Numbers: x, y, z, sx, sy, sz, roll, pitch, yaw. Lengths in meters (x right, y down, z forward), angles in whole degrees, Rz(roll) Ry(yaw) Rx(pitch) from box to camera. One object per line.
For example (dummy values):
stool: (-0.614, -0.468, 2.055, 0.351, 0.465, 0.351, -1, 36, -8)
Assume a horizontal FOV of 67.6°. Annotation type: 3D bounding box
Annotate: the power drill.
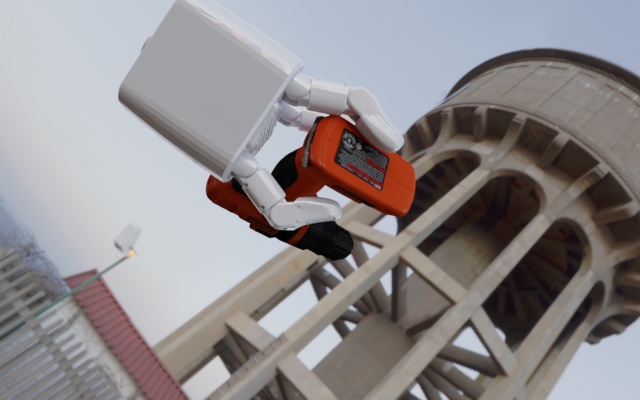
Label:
power drill: (0.000, 0.001, 0.466, 0.184, 0.057, 0.188, 28, -31, -26)
